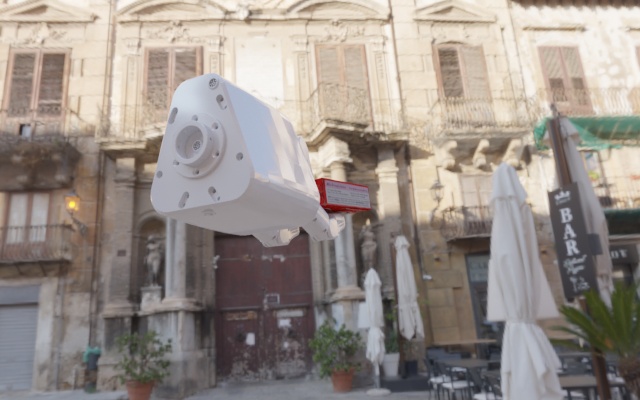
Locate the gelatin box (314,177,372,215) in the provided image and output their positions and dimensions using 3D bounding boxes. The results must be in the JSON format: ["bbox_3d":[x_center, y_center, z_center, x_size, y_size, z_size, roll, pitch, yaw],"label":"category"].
[{"bbox_3d":[0.000,0.001,0.508,0.073,0.030,0.089,-14,-11,35],"label":"gelatin box"}]
